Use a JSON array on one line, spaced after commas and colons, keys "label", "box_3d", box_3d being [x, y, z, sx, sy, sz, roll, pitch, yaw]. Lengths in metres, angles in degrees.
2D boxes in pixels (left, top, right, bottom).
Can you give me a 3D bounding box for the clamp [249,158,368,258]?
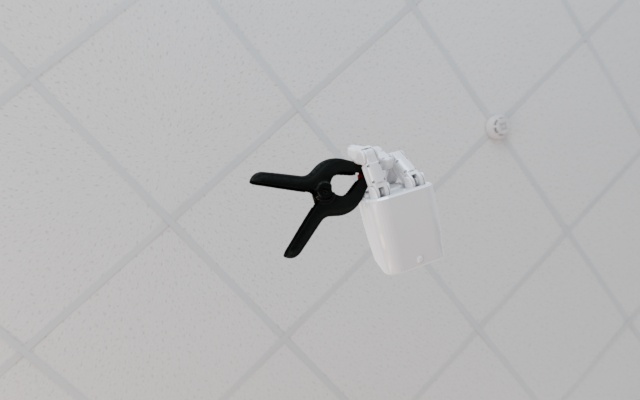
[{"label": "clamp", "box_3d": [0.000, 0.002, 0.646, 0.171, 0.120, 0.039, -16, 6, -16]}]
